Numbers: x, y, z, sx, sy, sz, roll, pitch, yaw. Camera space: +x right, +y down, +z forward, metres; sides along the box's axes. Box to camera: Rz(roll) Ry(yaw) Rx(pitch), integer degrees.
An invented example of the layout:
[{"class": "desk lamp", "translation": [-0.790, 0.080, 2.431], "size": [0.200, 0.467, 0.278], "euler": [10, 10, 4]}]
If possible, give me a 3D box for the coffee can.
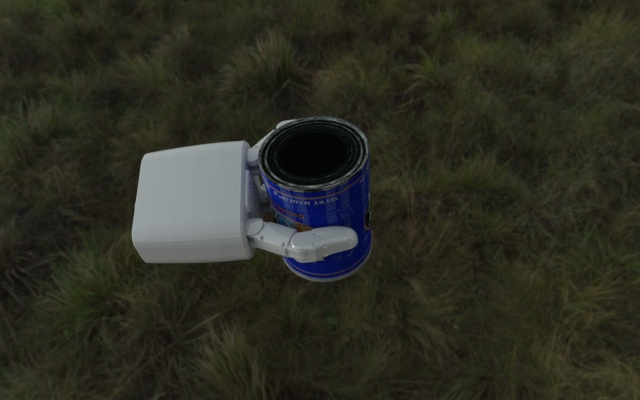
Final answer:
[{"class": "coffee can", "translation": [0.000, 0.002, 0.486], "size": [0.103, 0.102, 0.140], "euler": [0, -43, 8]}]
